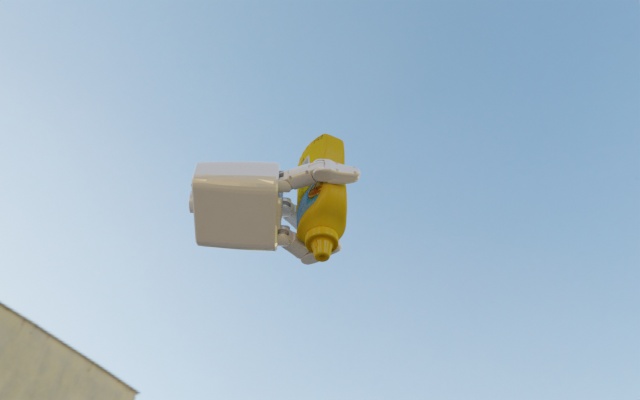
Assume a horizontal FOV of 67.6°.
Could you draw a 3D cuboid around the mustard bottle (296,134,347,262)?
[{"bbox_3d":[0.000,0.002,0.634,0.058,0.191,0.096,21,-51,-19],"label":"mustard bottle"}]
